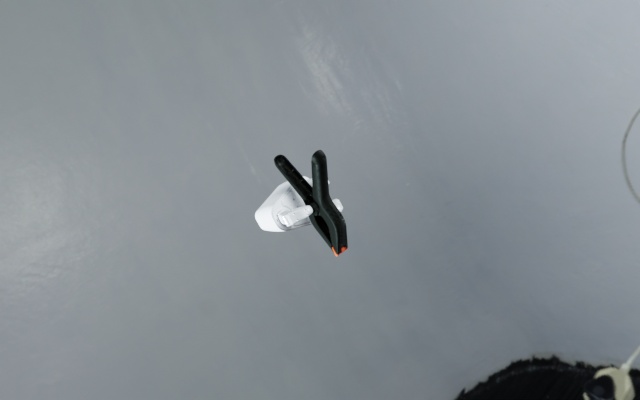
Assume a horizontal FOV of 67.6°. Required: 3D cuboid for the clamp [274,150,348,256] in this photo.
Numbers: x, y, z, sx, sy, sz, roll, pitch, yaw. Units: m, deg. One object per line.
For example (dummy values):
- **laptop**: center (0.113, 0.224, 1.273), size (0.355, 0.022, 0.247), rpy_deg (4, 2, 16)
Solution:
- **clamp**: center (0.000, 0.004, 0.840), size (0.036, 0.210, 0.164), rpy_deg (-32, 10, -24)
